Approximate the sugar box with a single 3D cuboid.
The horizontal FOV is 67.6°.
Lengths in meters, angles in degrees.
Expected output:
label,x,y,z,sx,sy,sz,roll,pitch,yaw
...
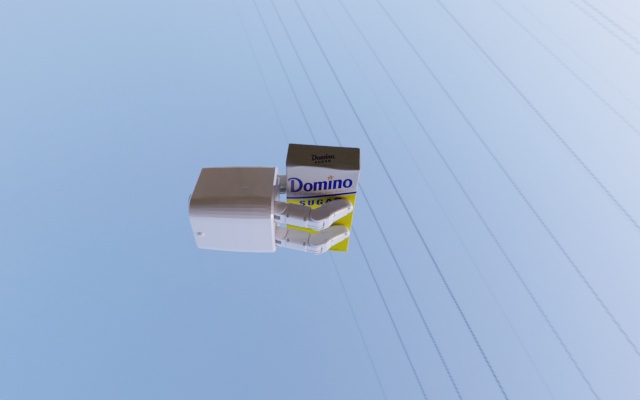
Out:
label,x,y,z,sx,sy,sz,roll,pitch,yaw
sugar box,0.000,0.003,0.649,0.093,0.048,0.176,3,-38,0
